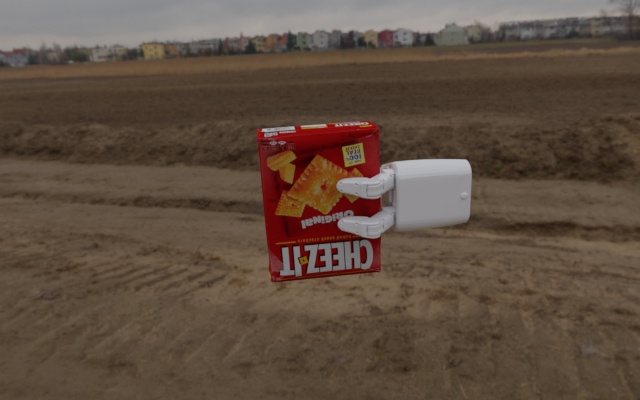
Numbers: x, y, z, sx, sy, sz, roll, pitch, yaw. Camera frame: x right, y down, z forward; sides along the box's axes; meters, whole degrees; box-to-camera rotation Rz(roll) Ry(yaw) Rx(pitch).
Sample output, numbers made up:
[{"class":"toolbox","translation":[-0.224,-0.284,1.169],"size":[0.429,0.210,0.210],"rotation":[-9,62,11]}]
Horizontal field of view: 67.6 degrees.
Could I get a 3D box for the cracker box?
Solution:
[{"class":"cracker box","translation":[0.000,0.002,0.678],"size":[0.164,0.214,0.072],"rotation":[-5,18,-5]}]
